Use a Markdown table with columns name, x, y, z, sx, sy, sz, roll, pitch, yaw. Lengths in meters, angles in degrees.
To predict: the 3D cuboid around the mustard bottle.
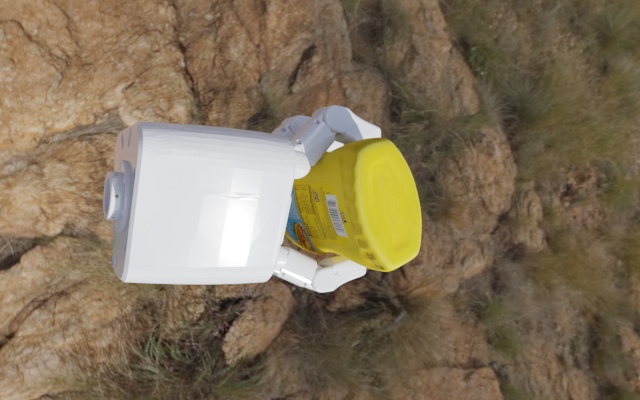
| name | x | y | z | sx | sy | sz | roll | pitch | yaw |
| --- | --- | --- | --- | --- | --- | --- | --- | --- | --- |
| mustard bottle | 0.000 | 0.001 | 0.416 | 0.058 | 0.096 | 0.191 | -25 | 14 | -29 |
